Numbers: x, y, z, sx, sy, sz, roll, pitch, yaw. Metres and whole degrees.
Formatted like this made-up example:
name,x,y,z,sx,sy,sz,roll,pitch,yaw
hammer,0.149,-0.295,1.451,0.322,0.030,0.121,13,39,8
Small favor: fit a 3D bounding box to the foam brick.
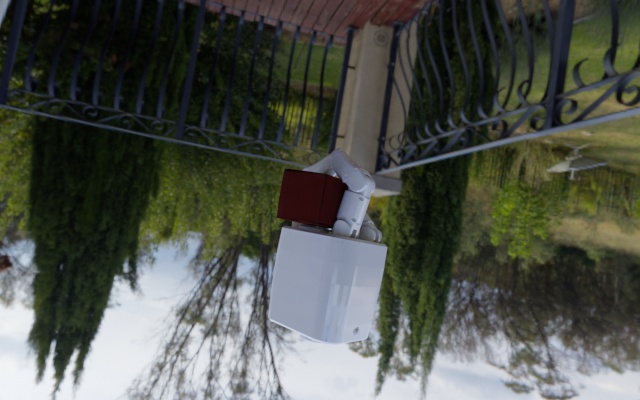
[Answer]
name,x,y,z,sx,sy,sz,roll,pitch,yaw
foam brick,0.000,0.001,0.498,0.053,0.051,0.078,9,-4,33
